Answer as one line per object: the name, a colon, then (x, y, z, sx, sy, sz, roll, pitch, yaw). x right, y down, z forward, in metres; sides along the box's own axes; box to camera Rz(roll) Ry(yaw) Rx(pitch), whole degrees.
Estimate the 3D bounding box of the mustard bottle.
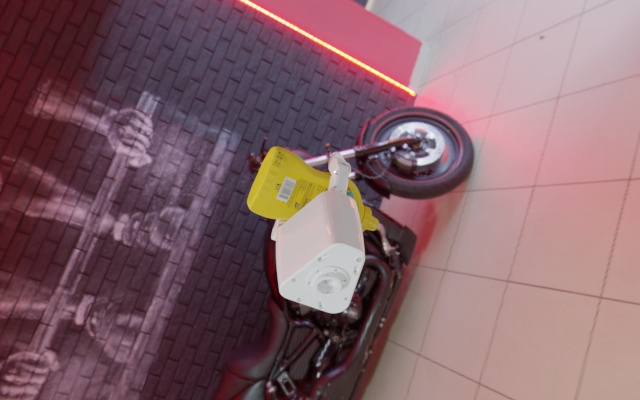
mustard bottle: (0.000, 0.002, 0.683, 0.192, 0.096, 0.058, 23, 5, -19)
